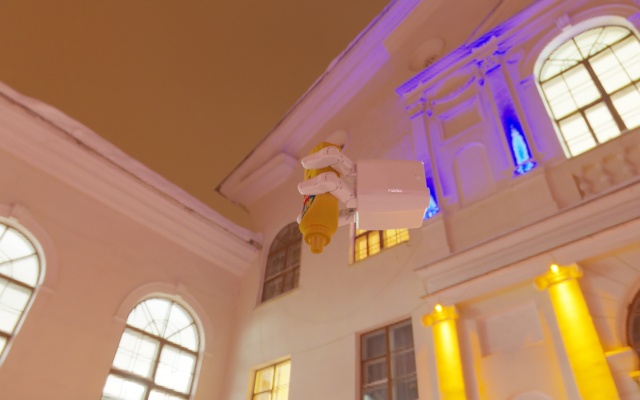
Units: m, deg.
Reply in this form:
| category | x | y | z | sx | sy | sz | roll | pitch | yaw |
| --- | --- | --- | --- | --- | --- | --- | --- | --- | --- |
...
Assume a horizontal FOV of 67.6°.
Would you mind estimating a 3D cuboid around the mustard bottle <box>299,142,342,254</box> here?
| category | x | y | z | sx | sy | sz | roll | pitch | yaw |
| --- | --- | --- | --- | --- | --- | --- | --- | --- | --- |
| mustard bottle | 0.000 | 0.002 | 0.761 | 0.058 | 0.191 | 0.096 | 16 | -42 | -13 |
